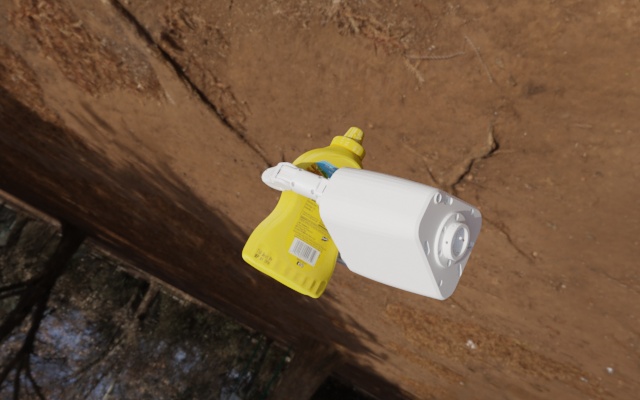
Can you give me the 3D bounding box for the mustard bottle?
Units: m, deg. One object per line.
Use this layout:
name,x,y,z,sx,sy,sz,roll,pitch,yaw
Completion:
mustard bottle,0.000,0.002,0.526,0.096,0.191,0.058,34,-15,-21
